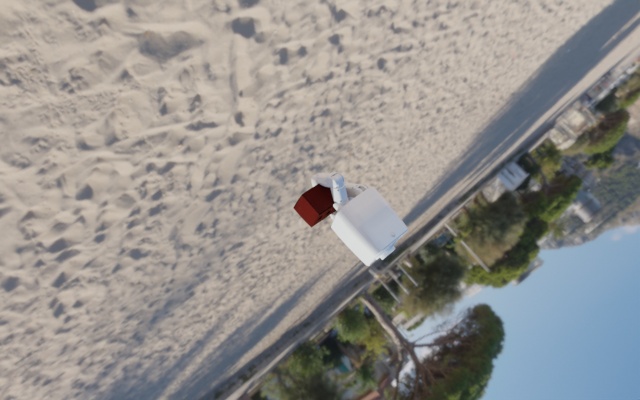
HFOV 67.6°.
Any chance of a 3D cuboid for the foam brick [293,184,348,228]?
[{"bbox_3d":[0.000,0.003,0.883,0.078,0.051,0.053,-33,-13,-33],"label":"foam brick"}]
